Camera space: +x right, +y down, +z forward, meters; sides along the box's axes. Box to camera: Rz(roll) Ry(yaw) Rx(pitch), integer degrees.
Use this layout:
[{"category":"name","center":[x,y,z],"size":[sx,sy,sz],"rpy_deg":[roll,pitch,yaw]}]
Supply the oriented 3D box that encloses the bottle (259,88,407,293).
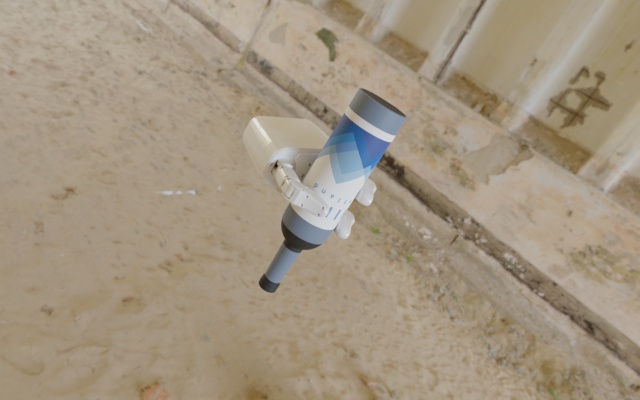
[{"category":"bottle","center":[0.000,0.002,0.610],"size":[0.069,0.296,0.069],"rpy_deg":[28,20,-11]}]
